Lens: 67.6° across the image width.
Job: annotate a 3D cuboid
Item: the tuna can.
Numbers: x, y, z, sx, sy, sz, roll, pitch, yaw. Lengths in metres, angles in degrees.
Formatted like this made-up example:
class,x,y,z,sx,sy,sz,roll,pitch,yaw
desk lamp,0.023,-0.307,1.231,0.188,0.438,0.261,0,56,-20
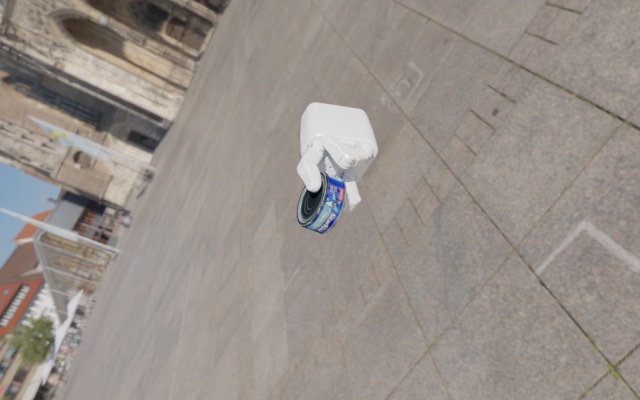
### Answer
class,x,y,z,sx,sy,sz,roll,pitch,yaw
tuna can,0.000,0.002,0.681,0.034,0.086,0.086,21,-9,-24
